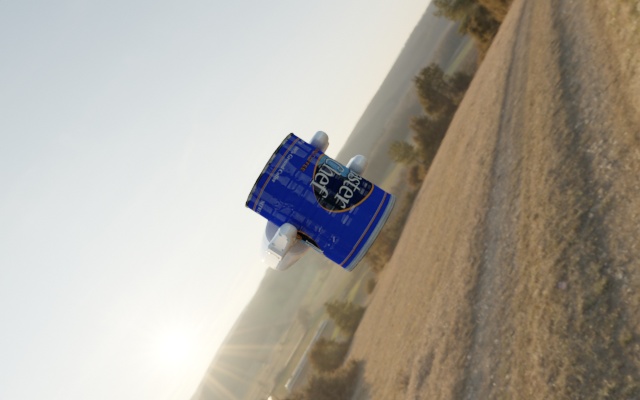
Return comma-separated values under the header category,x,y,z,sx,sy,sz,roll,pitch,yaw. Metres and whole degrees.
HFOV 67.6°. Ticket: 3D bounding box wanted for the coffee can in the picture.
category,x,y,z,sx,sy,sz,roll,pitch,yaw
coffee can,0.000,0.002,0.549,0.140,0.103,0.103,32,0,0
